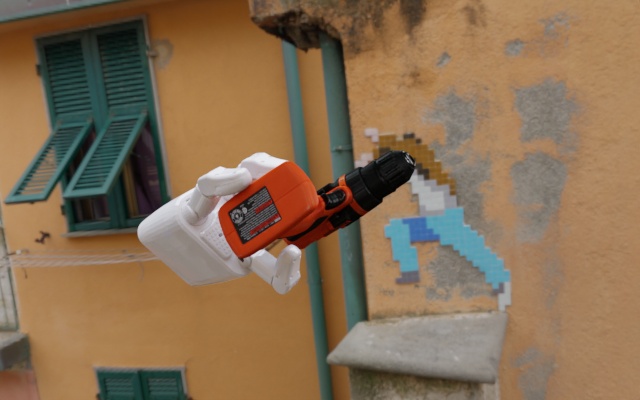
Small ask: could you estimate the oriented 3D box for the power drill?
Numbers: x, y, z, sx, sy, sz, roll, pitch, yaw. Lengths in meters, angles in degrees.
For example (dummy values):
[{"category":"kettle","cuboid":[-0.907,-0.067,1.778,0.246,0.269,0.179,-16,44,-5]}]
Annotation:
[{"category":"power drill","cuboid":[0.000,0.002,0.499,0.184,0.057,0.187,-35,-16,23]}]
